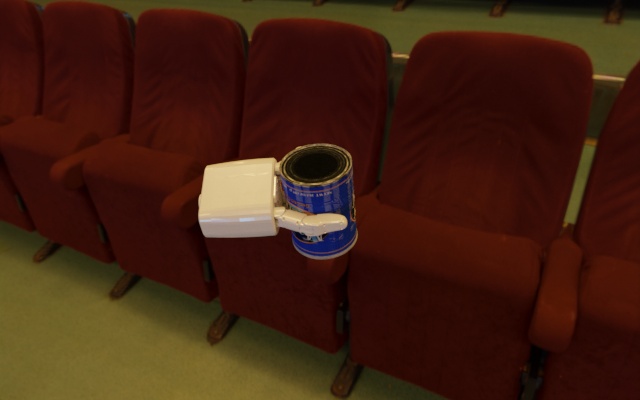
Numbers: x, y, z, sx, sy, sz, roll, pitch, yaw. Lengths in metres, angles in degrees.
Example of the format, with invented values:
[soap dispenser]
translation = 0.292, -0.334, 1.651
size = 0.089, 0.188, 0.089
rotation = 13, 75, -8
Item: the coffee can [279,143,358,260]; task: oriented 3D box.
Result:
[coffee can]
translation = 0.000, 0.002, 0.706
size = 0.103, 0.140, 0.102
rotation = -4, 39, 4
